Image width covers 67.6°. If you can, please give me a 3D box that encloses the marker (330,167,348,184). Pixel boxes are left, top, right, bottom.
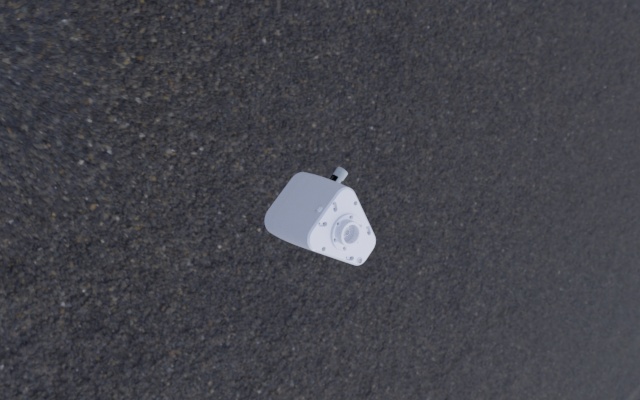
[{"bbox_3d":[0.000,0.002,0.712,0.020,0.121,0.020,34,-12,8],"label":"marker"}]
